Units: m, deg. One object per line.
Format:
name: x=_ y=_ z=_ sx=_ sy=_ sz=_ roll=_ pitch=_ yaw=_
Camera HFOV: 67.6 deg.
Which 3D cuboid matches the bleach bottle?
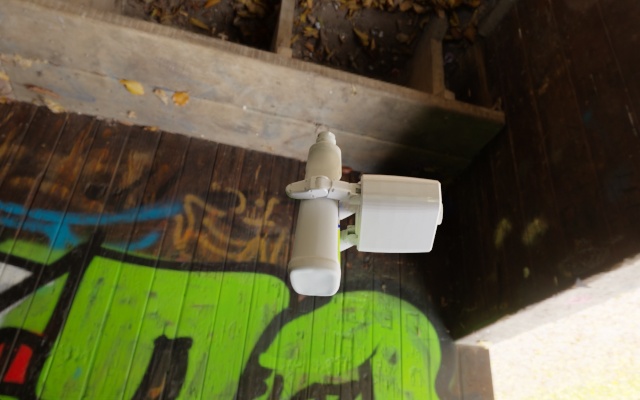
bleach bottle: x=0.000 y=0.002 z=0.687 sx=0.068 sy=0.250 sz=0.103 roll=3 pitch=-30 yaw=3
